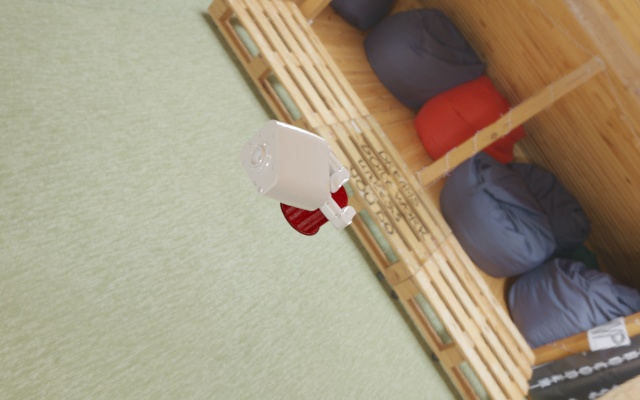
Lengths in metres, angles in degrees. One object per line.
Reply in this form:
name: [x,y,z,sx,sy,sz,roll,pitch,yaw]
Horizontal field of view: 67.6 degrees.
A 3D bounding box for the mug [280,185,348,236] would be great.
mug: [0.001,0.003,0.816,0.117,0.093,0.081,14,-41,-45]
